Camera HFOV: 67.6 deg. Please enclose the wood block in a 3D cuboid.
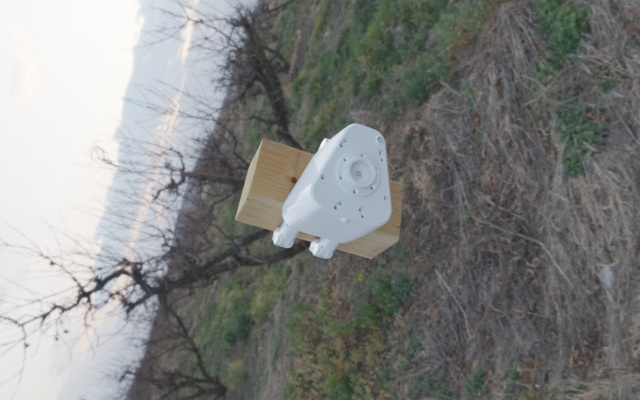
[{"bbox_3d":[0.000,0.002,0.659,0.206,0.090,0.090,18,-29,-14],"label":"wood block"}]
